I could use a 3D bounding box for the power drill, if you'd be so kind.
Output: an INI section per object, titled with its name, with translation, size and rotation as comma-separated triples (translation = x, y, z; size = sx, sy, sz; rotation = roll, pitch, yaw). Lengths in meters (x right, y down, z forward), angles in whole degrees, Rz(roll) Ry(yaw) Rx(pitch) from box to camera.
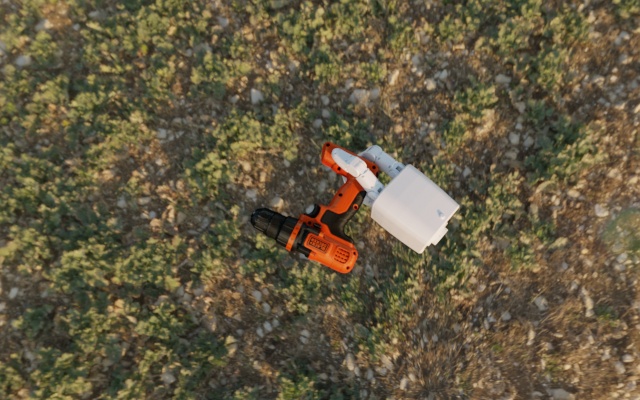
[power drill]
translation = 0.001, 0.002, 0.785
size = 0.184, 0.187, 0.057
rotation = 26, -9, 0
